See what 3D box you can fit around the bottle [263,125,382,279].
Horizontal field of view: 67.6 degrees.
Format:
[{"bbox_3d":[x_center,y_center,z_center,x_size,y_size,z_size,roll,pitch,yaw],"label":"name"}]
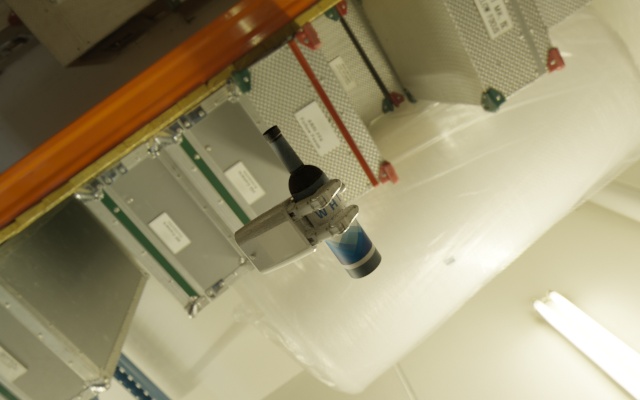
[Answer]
[{"bbox_3d":[0.000,0.003,0.797,0.069,0.296,0.069,-31,20,13],"label":"bottle"}]
